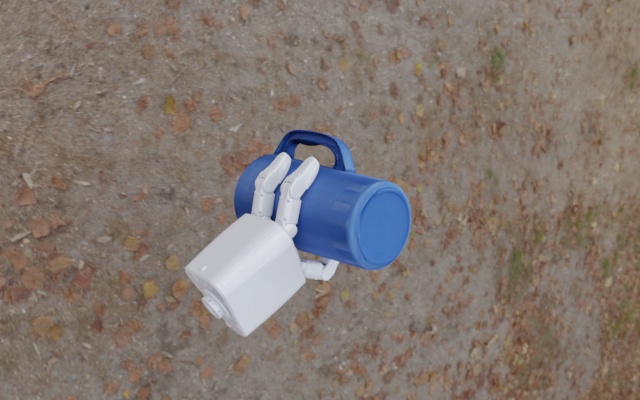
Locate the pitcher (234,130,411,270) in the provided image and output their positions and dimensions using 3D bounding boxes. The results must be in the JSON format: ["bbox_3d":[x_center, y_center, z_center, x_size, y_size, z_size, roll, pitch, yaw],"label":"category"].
[{"bbox_3d":[0.000,0.002,0.644,0.145,0.149,0.243,-41,32,-27],"label":"pitcher"}]
